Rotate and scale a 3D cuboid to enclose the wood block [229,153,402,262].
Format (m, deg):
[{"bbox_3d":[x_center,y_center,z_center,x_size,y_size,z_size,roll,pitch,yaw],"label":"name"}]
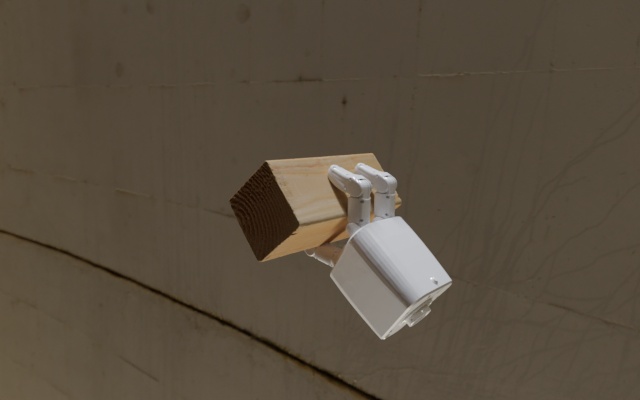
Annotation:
[{"bbox_3d":[0.000,0.003,0.622,0.206,0.090,0.091,-10,-25,-48],"label":"wood block"}]
